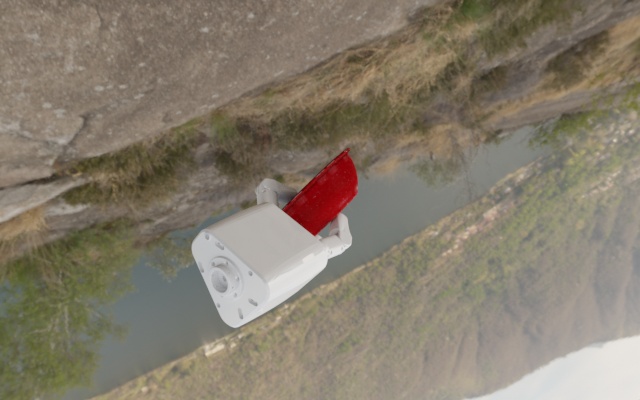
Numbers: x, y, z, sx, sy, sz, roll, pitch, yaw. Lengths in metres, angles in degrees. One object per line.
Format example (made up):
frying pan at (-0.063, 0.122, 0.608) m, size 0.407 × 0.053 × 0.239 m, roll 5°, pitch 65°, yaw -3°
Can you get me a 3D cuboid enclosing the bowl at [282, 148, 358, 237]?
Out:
bowl at (0.001, 0.002, 0.661) m, size 0.162 × 0.055 × 0.162 m, roll -45°, pitch 0°, yaw 0°
